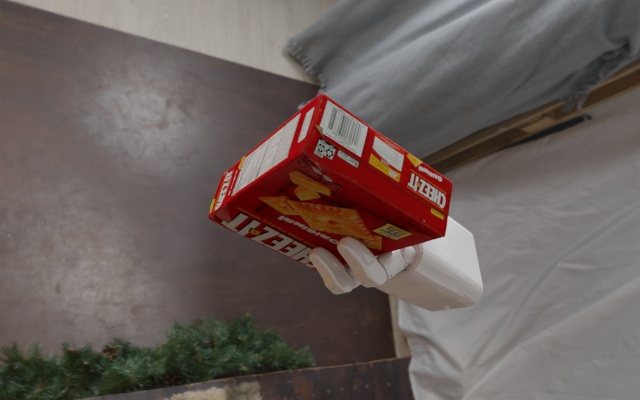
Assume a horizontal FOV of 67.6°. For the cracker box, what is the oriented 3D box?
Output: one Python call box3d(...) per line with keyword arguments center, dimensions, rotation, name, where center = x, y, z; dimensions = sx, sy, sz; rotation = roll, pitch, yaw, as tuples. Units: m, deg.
box3d(center=(0.000, 0.001, 0.500), dimensions=(0.164, 0.072, 0.214), rotation=(30, -31, -23), name="cracker box")
